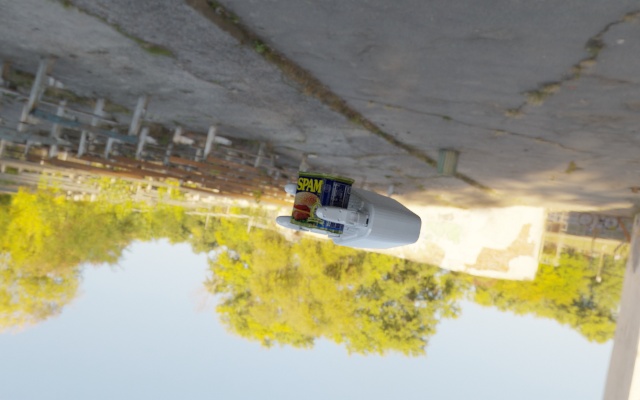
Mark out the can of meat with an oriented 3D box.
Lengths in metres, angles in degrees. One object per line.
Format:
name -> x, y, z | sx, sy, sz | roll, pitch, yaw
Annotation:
can of meat -> 0.000, 0.003, 0.733 | 0.057, 0.084, 0.102 | 11, -1, -34
